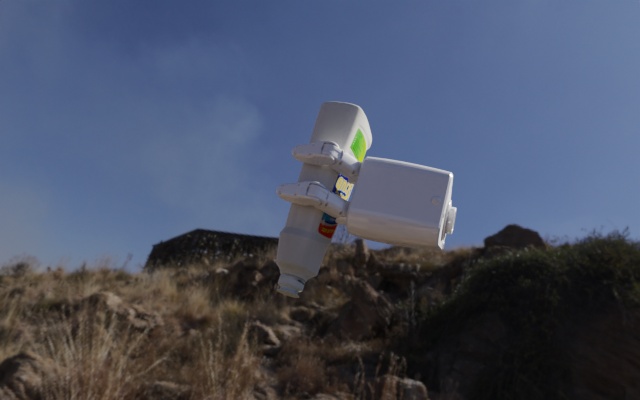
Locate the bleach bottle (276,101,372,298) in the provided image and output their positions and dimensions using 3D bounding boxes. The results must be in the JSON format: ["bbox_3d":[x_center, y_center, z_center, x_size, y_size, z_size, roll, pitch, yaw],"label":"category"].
[{"bbox_3d":[0.000,0.002,0.610,0.068,0.250,0.103,10,-23,19],"label":"bleach bottle"}]
